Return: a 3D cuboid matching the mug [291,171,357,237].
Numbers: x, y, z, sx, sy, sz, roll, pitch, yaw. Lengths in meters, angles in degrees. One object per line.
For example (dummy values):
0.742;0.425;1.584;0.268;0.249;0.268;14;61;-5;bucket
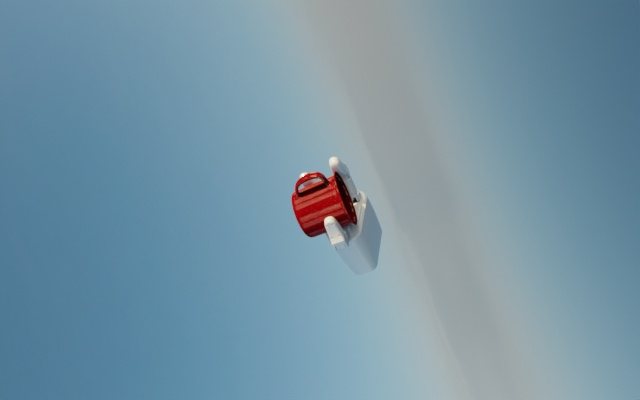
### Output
-0.001;0.002;0.768;0.081;0.093;0.117;-22;-48;12;mug
